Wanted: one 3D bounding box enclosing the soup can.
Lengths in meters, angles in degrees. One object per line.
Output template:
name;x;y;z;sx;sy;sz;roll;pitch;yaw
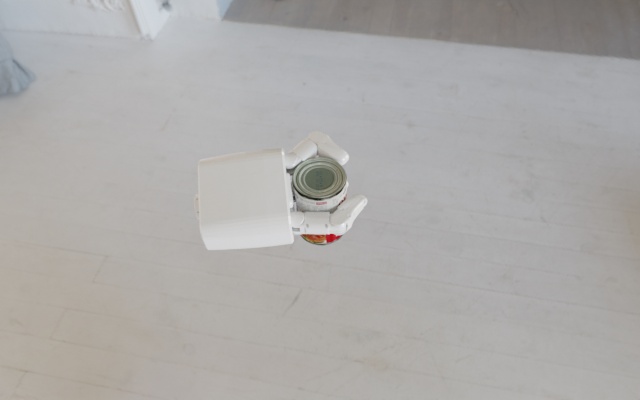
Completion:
soup can;0.001;0.002;0.608;0.068;0.068;0.102;0;-37;3
